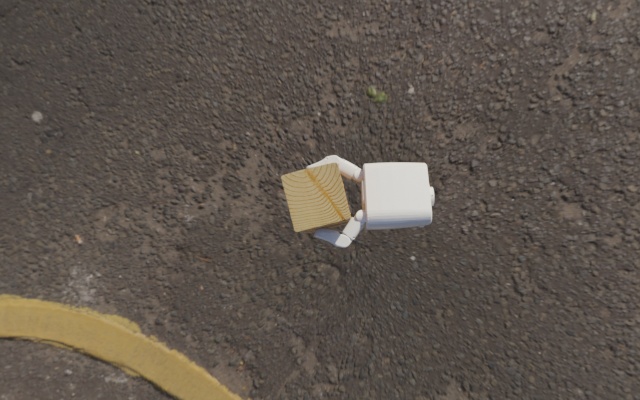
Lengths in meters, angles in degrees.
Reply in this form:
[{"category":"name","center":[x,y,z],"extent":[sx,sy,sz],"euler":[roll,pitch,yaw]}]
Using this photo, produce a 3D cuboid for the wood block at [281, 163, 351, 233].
[{"category":"wood block","center":[0.000,0.002,0.814],"extent":[0.090,0.091,0.206],"euler":[-14,-6,3]}]
